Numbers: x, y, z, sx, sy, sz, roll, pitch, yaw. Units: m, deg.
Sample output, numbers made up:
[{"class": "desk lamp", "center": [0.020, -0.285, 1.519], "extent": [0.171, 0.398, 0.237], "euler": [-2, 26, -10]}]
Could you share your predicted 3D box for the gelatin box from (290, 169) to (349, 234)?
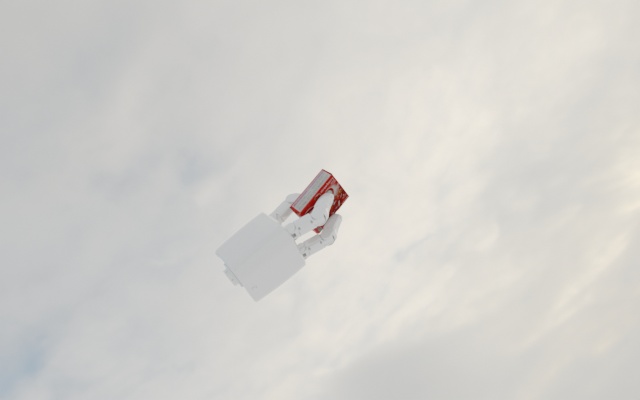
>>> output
[{"class": "gelatin box", "center": [0.000, 0.002, 0.813], "extent": [0.030, 0.089, 0.073], "euler": [32, -11, 40]}]
